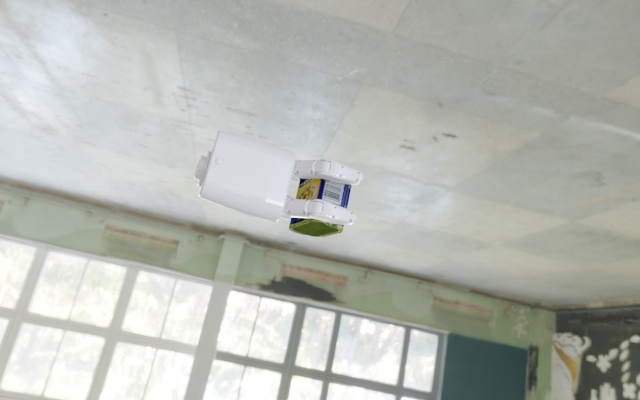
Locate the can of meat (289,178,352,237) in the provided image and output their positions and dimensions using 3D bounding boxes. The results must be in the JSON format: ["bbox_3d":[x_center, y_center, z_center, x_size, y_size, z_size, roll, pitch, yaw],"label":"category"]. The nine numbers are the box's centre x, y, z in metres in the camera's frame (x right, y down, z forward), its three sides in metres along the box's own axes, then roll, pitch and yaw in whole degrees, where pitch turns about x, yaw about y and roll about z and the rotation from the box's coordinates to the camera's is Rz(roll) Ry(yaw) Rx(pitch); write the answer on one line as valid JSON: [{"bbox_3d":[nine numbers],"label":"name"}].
[{"bbox_3d":[0.000,0.003,0.666,0.057,0.084,0.102,19,-18,-21],"label":"can of meat"}]
